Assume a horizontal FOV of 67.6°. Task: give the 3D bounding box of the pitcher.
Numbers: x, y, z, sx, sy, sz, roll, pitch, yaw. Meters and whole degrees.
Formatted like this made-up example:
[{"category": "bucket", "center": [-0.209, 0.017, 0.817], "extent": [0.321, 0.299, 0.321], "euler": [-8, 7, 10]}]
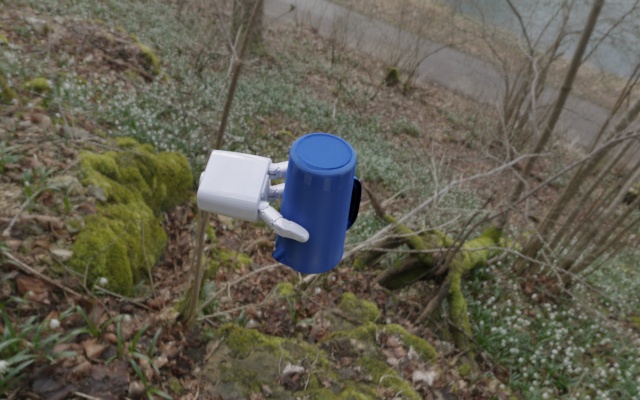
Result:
[{"category": "pitcher", "center": [0.000, 0.003, 0.842], "extent": [0.145, 0.243, 0.149], "euler": [12, 44, 3]}]
